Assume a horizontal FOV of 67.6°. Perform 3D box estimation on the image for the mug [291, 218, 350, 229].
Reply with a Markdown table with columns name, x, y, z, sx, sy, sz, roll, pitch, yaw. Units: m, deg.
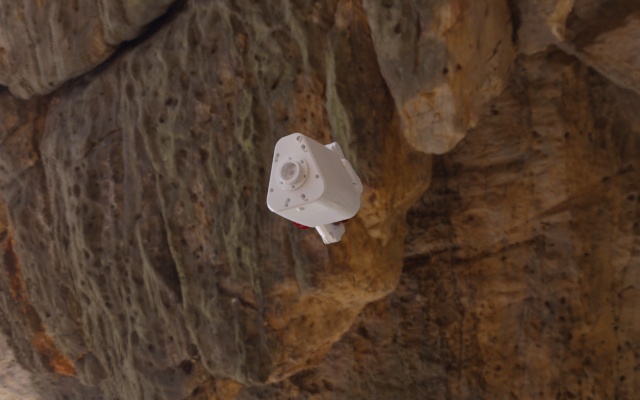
| name | x | y | z | sx | sy | sz | roll | pitch | yaw |
| --- | --- | --- | --- | --- | --- | --- | --- | --- | --- |
| mug | 0.001 | 0.003 | 0.797 | 0.081 | 0.093 | 0.117 | -15 | -20 | 24 |
